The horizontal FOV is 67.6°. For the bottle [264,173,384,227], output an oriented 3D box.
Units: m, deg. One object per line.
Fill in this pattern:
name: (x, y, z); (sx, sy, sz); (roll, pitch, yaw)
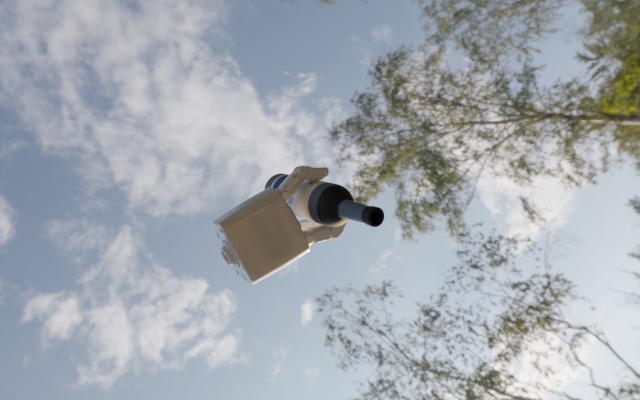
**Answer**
bottle: (0.000, 0.002, 0.760); (0.069, 0.069, 0.295); (0, 8, -31)
